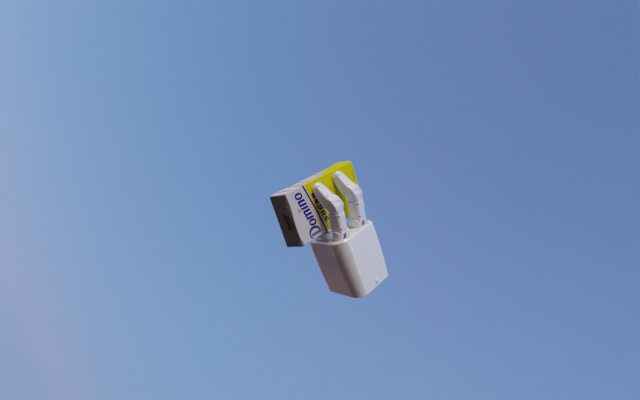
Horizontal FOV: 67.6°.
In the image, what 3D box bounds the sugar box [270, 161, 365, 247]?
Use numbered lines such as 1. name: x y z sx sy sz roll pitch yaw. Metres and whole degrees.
1. sugar box: 0.001 0.003 0.820 0.048 0.093 0.176 -8 16 42
